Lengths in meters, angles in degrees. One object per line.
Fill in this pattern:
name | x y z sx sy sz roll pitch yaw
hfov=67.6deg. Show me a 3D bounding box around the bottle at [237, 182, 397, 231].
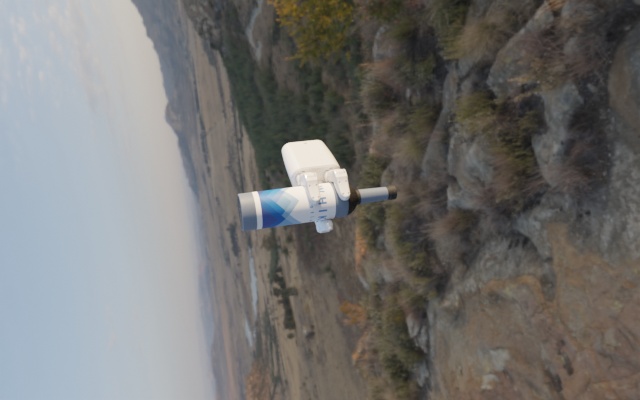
bottle | 0.000 0.003 0.875 0.296 0.069 0.069 -8 2 -15
